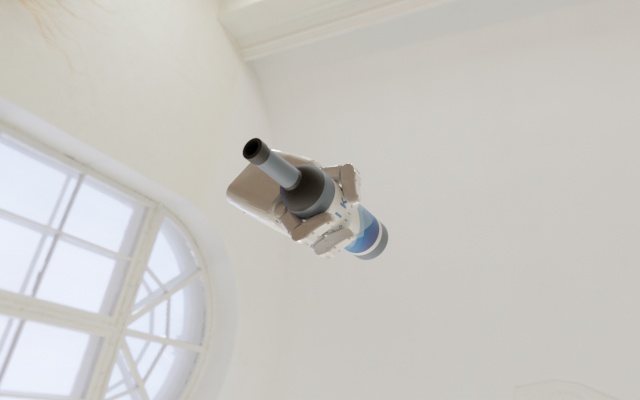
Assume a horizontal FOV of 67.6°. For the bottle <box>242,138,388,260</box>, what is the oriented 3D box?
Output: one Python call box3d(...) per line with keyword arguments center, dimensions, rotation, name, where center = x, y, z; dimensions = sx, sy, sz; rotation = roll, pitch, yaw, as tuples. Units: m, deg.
box3d(center=(0.000, 0.002, 0.638), dimensions=(0.069, 0.069, 0.296), rotation=(0, -24, 35), name="bottle")
